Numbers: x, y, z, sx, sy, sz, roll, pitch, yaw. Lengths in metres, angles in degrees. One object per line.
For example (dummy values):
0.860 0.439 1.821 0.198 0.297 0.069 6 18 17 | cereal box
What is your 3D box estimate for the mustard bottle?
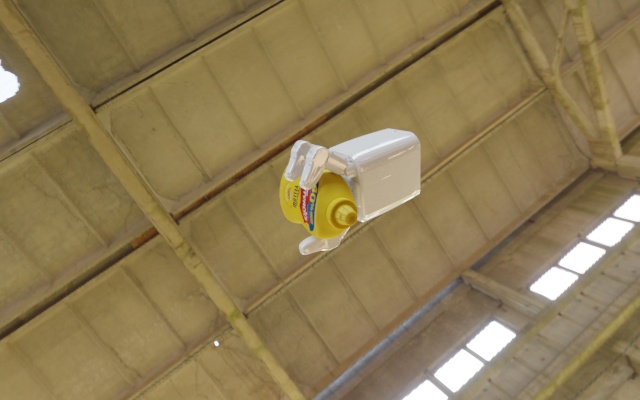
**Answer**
0.000 0.002 0.679 0.058 0.096 0.191 3 11 -26 | mustard bottle
